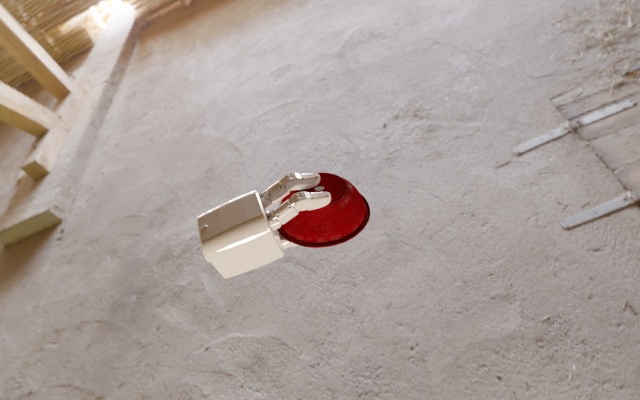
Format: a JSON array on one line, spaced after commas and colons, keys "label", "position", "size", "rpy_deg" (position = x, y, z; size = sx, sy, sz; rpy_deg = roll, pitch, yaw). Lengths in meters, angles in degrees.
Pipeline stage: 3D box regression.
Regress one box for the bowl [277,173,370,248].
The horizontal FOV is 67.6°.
[{"label": "bowl", "position": [0.001, 0.002, 0.783], "size": [0.162, 0.055, 0.162], "rpy_deg": [-4, 39, 3]}]
